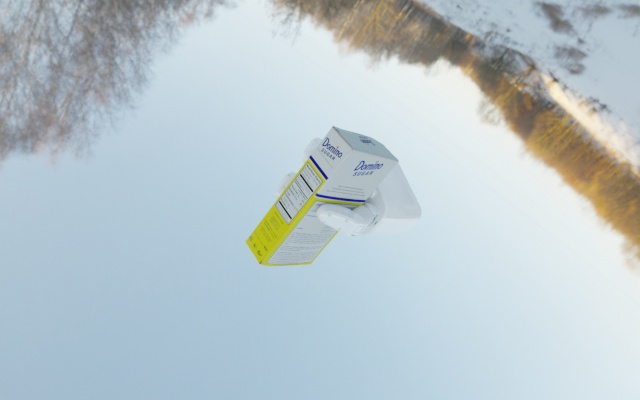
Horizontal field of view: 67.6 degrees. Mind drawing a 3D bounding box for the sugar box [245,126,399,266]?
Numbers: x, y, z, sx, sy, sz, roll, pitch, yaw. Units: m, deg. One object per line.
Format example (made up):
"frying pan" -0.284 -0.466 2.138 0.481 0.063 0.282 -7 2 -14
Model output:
"sugar box" 0.000 0.001 0.542 0.093 0.176 0.048 7 37 -51
